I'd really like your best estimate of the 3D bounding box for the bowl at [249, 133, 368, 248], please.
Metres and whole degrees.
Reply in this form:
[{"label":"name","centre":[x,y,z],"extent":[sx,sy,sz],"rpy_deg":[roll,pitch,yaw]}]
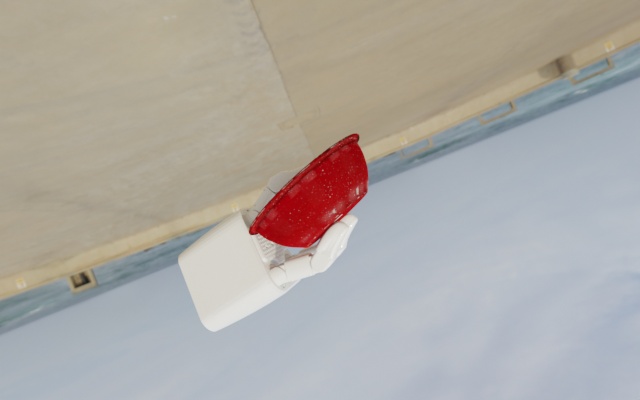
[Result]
[{"label":"bowl","centre":[0.001,0.001,0.521],"extent":[0.162,0.055,0.162],"rpy_deg":[-42,-6,-6]}]
